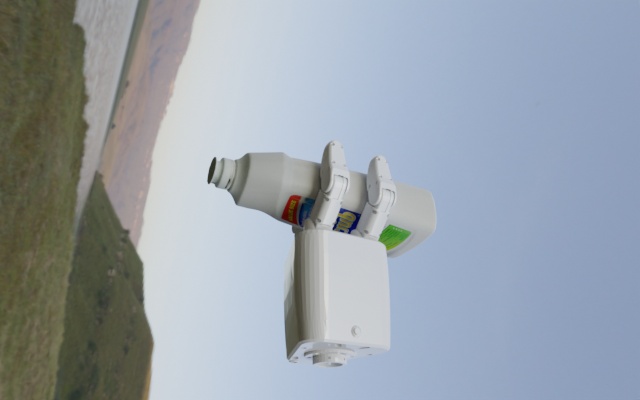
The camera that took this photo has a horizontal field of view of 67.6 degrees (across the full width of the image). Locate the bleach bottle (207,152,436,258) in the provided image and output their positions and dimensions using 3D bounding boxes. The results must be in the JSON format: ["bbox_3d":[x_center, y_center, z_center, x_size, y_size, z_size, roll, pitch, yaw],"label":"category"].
[{"bbox_3d":[0.000,0.002,0.524,0.251,0.068,0.103,14,-32,-25],"label":"bleach bottle"}]
